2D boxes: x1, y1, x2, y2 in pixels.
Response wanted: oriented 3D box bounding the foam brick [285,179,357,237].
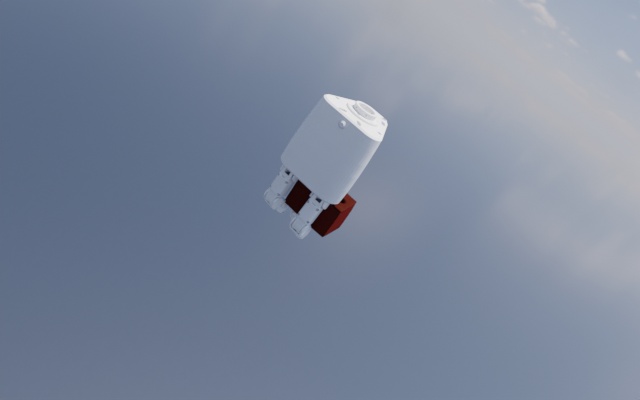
[{"bbox_3d":[0.000,0.002,0.663,0.078,0.051,0.053,42,30,12],"label":"foam brick"}]
